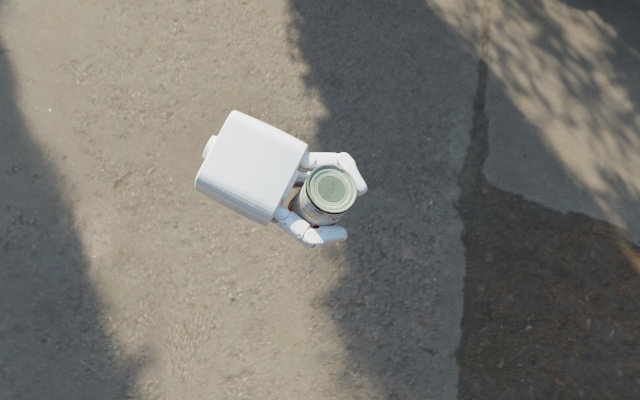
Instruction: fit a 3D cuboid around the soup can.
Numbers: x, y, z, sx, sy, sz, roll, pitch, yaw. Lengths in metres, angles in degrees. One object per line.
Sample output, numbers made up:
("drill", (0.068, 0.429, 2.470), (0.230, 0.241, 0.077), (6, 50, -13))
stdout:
("soup can", (0.001, 0.002, 0.624), (0.068, 0.068, 0.102), (0, -21, -17))
